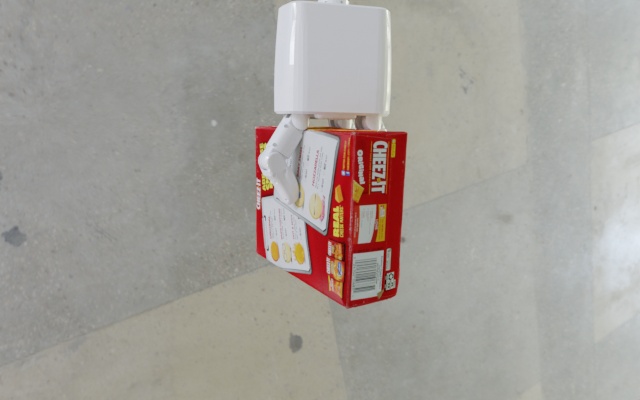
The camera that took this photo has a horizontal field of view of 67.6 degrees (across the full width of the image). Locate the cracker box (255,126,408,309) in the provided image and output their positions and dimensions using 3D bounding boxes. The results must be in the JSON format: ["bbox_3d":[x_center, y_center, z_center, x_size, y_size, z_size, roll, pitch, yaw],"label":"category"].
[{"bbox_3d":[0.000,0.002,0.526,0.072,0.164,0.213,-4,11,-30],"label":"cracker box"}]
